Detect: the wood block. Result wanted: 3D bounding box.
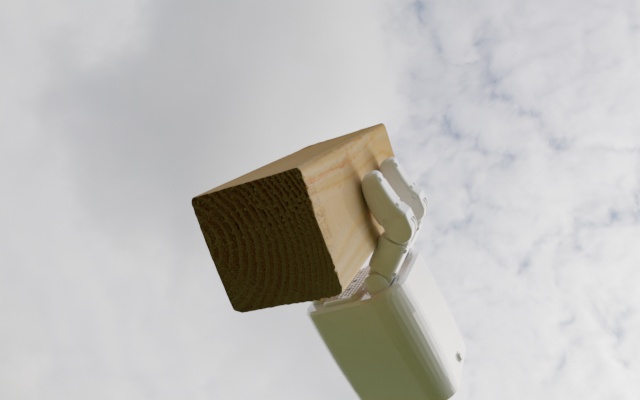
[{"bbox_3d":[0.000,0.002,0.405,0.091,0.090,0.206,-15,10,25],"label":"wood block"}]
